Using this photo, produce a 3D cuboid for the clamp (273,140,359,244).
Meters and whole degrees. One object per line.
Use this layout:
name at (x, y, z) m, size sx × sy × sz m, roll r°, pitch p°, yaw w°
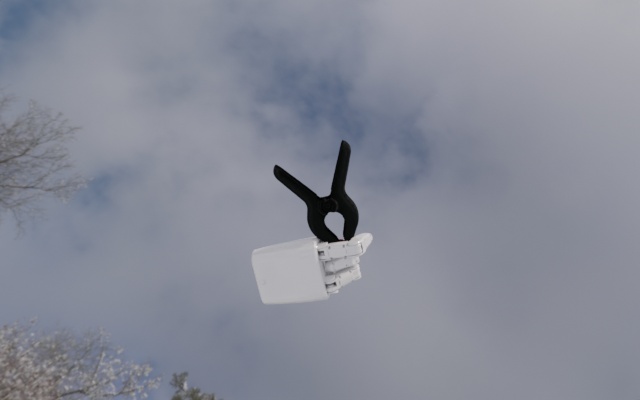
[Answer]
clamp at (0.000, 0.002, 0.728) m, size 0.120 × 0.171 × 0.039 m, roll -10°, pitch 10°, yaw 8°
